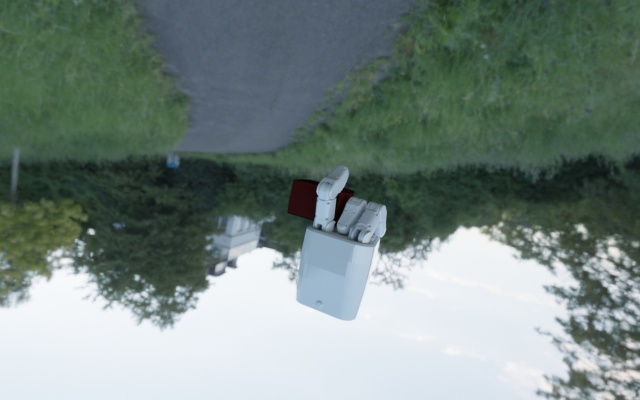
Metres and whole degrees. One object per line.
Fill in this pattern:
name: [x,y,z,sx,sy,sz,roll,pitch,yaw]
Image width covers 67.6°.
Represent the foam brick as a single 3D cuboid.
foam brick: [0.000,0.002,0.687,0.078,0.051,0.053,16,9,28]
